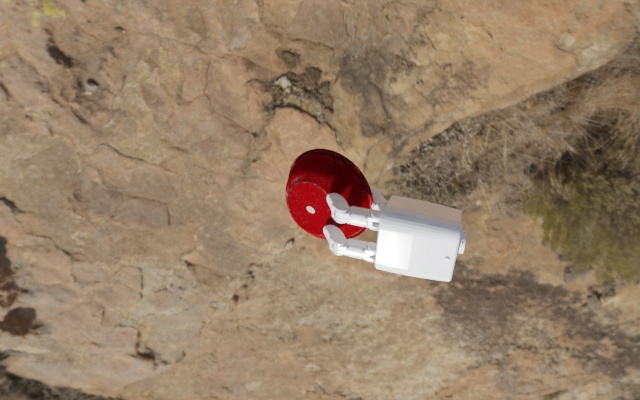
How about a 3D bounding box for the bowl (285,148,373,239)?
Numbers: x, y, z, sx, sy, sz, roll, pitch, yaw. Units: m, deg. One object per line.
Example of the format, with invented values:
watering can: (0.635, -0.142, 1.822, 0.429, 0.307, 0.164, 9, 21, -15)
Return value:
bowl: (-0.001, 0.003, 0.755, 0.162, 0.162, 0.055, 0, 24, 36)
